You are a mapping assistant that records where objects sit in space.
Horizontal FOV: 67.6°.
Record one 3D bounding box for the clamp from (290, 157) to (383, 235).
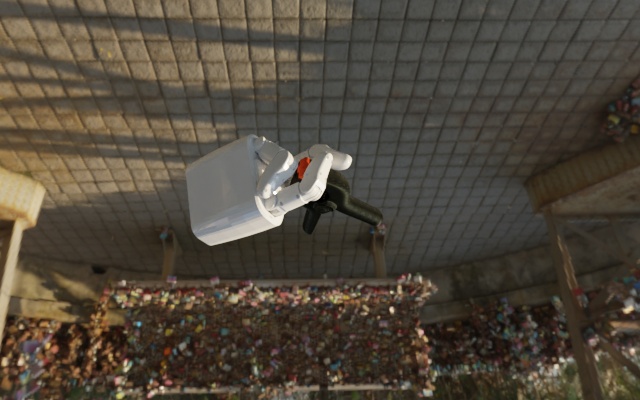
[{"bbox_3d":[0.000,0.003,0.647,0.120,0.039,0.171,-19,-38,22],"label":"clamp"}]
